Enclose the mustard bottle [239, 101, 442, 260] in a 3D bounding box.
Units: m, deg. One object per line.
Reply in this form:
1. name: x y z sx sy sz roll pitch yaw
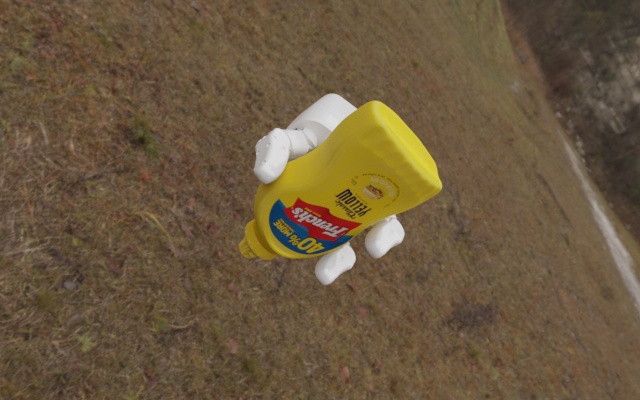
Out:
1. mustard bottle: 0.000 0.001 0.417 0.192 0.058 0.096 -32 -51 26
